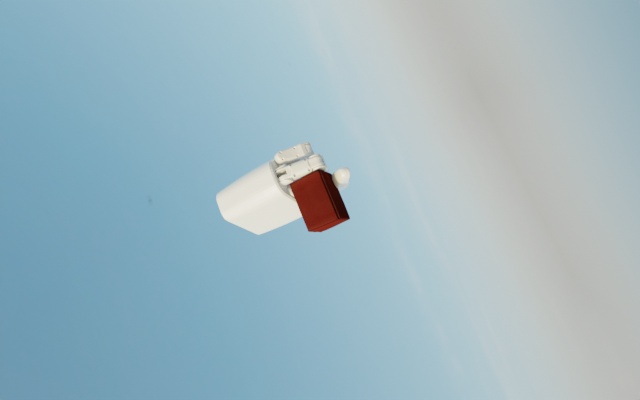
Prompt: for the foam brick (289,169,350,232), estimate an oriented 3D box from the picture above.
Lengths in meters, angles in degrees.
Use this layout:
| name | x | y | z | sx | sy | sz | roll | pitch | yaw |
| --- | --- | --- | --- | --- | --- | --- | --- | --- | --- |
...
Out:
| name | x | y | z | sx | sy | sz | roll | pitch | yaw |
| --- | --- | --- | --- | --- | --- | --- | --- | --- | --- |
| foam brick | 0.000 | 0.002 | 0.692 | 0.051 | 0.078 | 0.053 | -26 | -13 | 17 |
